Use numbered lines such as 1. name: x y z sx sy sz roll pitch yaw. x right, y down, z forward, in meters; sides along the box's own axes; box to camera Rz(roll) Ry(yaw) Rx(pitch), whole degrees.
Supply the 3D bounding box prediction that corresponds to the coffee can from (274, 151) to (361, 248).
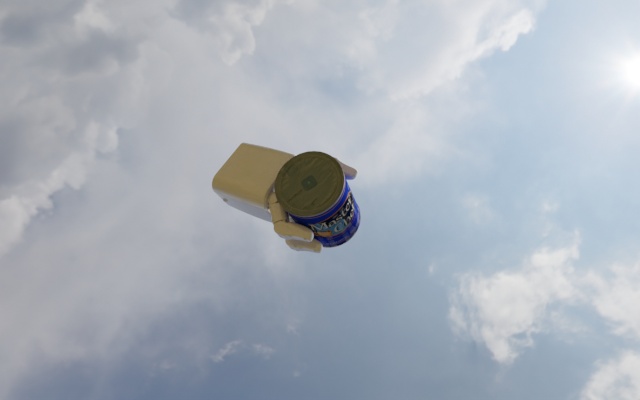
1. coffee can: 0.000 0.002 0.736 0.103 0.102 0.140 0 -24 15
